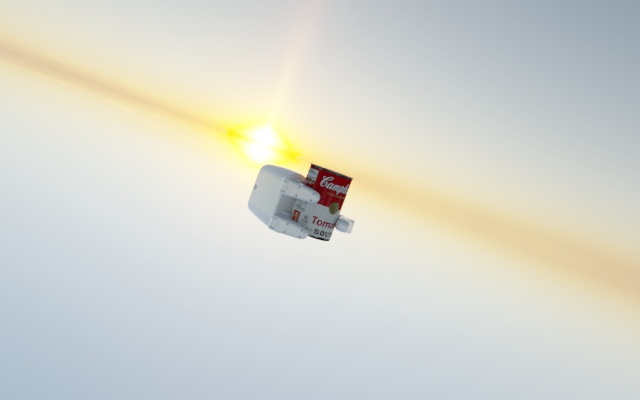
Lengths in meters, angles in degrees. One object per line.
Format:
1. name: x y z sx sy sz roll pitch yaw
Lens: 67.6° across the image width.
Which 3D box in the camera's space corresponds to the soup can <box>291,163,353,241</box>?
1. soup can: 0.000 0.003 0.717 0.068 0.102 0.068 20 4 -2
